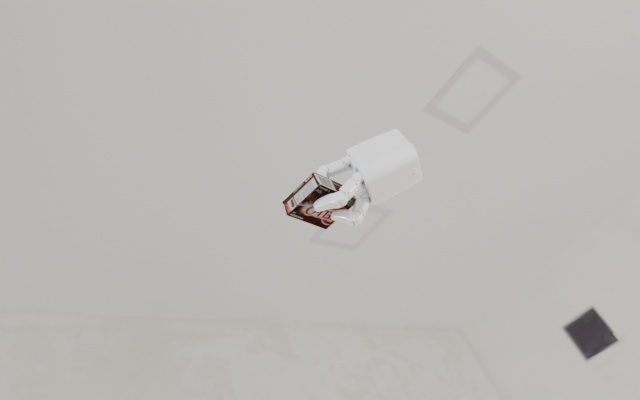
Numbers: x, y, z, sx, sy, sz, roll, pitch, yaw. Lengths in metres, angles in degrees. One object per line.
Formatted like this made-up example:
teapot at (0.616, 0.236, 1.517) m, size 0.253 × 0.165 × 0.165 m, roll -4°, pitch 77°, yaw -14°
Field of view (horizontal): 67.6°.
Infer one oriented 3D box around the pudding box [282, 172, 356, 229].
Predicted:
pudding box at (0.000, 0.003, 0.888) m, size 0.113 × 0.039 × 0.090 m, roll 24°, pitch -58°, yaw -43°
